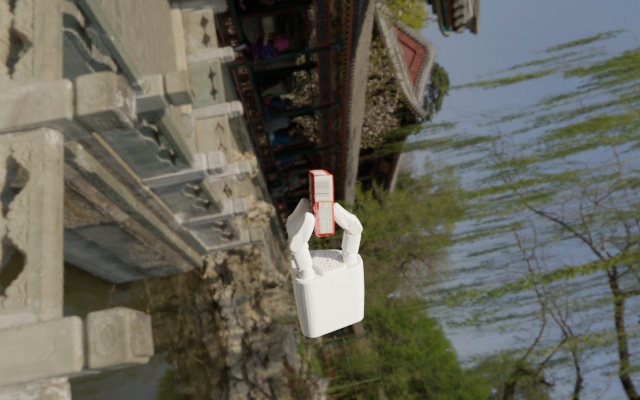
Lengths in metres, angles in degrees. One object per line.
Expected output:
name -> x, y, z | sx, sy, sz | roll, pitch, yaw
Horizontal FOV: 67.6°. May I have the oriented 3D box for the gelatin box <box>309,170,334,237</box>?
gelatin box -> 0.001, 0.002, 0.707 | 0.030, 0.089, 0.073 | -3, 10, -6
